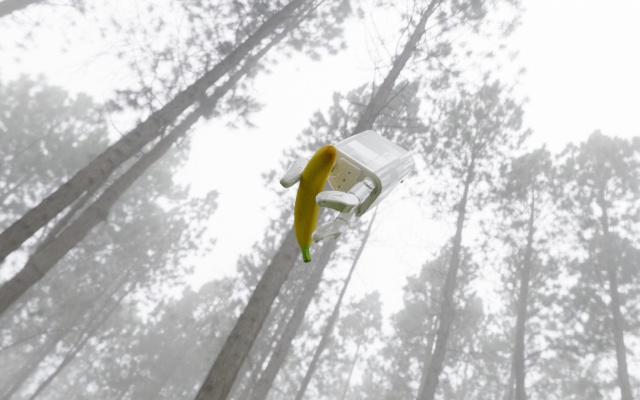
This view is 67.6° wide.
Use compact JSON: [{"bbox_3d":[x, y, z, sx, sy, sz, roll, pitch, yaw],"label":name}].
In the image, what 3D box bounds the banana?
[{"bbox_3d":[-0.010,-0.005,0.706,0.037,0.198,0.069,-10,37,-29],"label":"banana"}]
